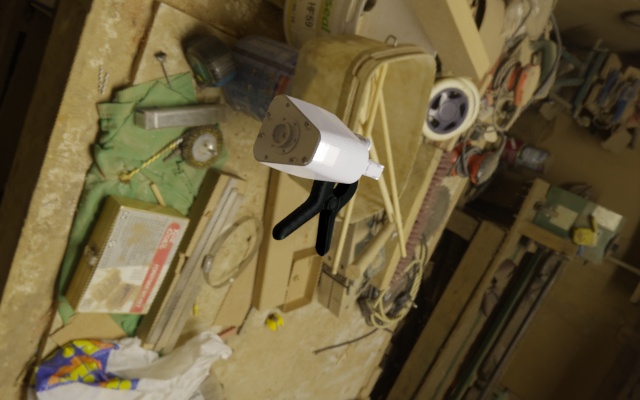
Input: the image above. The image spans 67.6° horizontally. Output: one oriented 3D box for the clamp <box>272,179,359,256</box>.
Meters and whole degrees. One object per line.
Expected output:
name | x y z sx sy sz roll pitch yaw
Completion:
clamp | 0.001 0.002 0.706 0.039 0.171 0.120 30 11 37
